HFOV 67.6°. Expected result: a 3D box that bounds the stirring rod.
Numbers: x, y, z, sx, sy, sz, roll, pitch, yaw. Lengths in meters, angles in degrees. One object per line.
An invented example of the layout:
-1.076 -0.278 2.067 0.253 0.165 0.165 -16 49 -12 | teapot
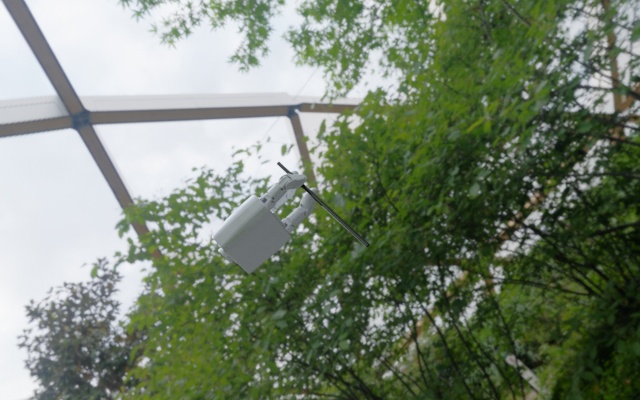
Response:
0.000 0.003 0.861 0.239 0.011 0.011 43 21 24 | stirring rod
